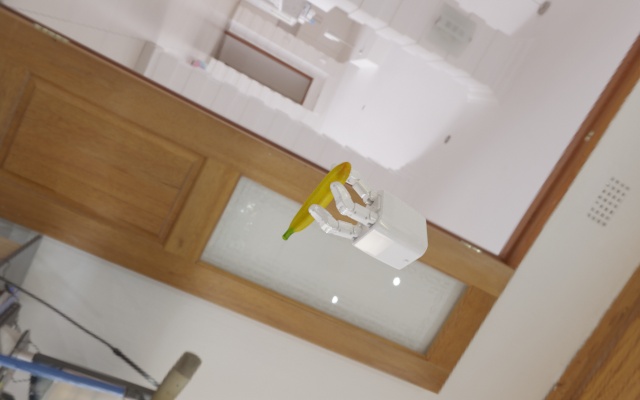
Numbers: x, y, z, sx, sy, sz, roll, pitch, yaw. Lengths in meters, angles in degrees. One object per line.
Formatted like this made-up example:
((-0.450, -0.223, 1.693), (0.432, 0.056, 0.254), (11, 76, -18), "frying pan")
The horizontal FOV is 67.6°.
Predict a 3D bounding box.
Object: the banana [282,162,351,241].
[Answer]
((0.001, -0.002, 0.885), (0.037, 0.198, 0.069), (35, 24, -8), "banana")
